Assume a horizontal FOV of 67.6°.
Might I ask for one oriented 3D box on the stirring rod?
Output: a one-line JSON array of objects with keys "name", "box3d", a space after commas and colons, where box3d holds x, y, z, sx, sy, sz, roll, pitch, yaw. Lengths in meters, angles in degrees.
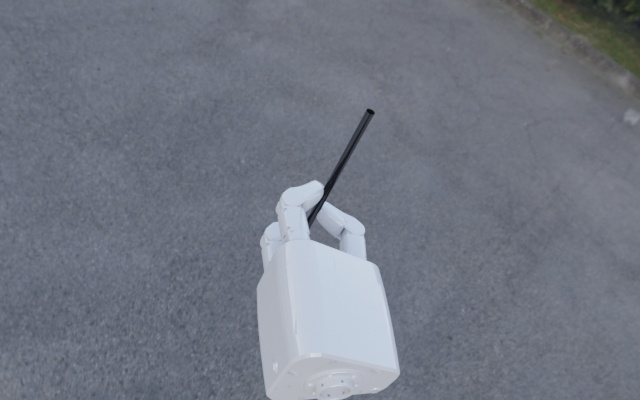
[{"name": "stirring rod", "box3d": [0.000, 0.002, 0.494, 0.011, 0.011, 0.240, 0, -41, -28]}]
